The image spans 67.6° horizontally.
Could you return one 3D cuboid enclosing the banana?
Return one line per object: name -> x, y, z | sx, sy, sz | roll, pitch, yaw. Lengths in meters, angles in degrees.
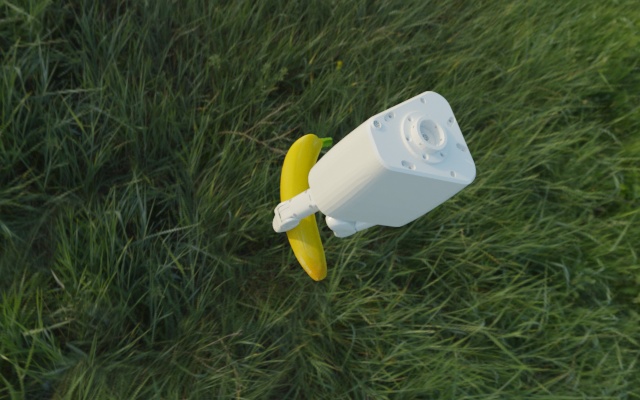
banana -> -0.016, -0.006, 0.567 | 0.069, 0.197, 0.037 | 17, -29, -23
